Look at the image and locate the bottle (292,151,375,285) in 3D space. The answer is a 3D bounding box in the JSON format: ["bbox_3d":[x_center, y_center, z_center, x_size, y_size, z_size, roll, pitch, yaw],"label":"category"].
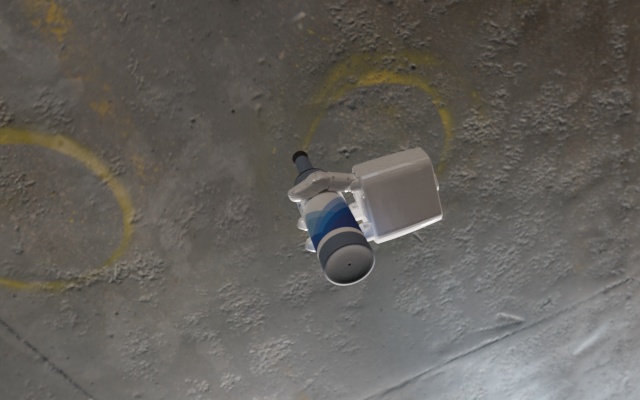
[{"bbox_3d":[0.000,0.002,0.704,0.069,0.069,0.295,0,31,-17],"label":"bottle"}]
